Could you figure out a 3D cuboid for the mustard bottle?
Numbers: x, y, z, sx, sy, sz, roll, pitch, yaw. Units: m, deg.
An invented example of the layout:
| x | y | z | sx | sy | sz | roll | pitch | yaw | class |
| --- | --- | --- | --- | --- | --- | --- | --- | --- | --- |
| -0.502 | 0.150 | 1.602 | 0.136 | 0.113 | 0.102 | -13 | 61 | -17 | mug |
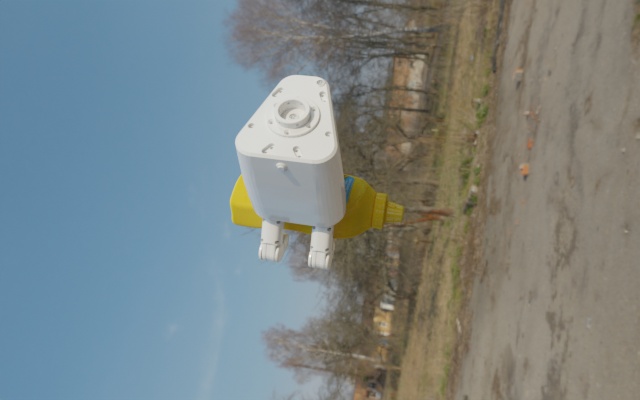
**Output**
| x | y | z | sx | sy | sz | roll | pitch | yaw | class |
| --- | --- | --- | --- | --- | --- | --- | --- | --- | --- |
| 0.000 | 0.002 | 0.556 | 0.191 | 0.058 | 0.096 | 8 | 33 | 10 | mustard bottle |
